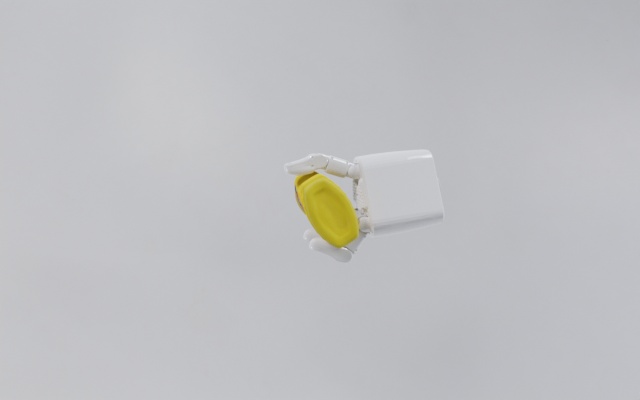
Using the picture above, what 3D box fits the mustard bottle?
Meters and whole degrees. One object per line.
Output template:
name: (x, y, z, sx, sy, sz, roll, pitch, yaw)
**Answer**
mustard bottle: (0.000, 0.002, 0.686, 0.058, 0.096, 0.191, -33, 12, -3)
